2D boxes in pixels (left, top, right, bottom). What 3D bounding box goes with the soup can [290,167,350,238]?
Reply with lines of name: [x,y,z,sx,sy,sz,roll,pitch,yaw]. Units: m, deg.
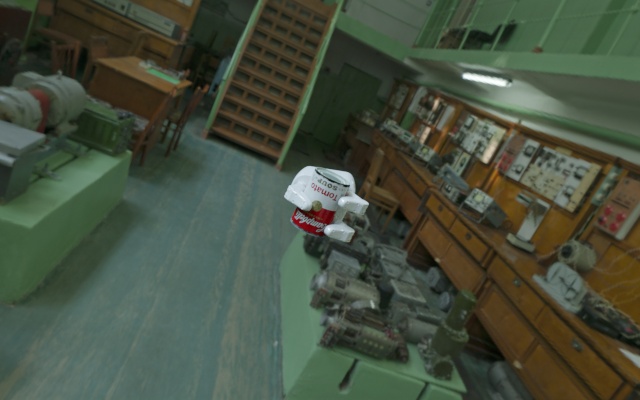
soup can: [0.000,0.002,0.816,0.068,0.102,0.068,24,15,-7]
